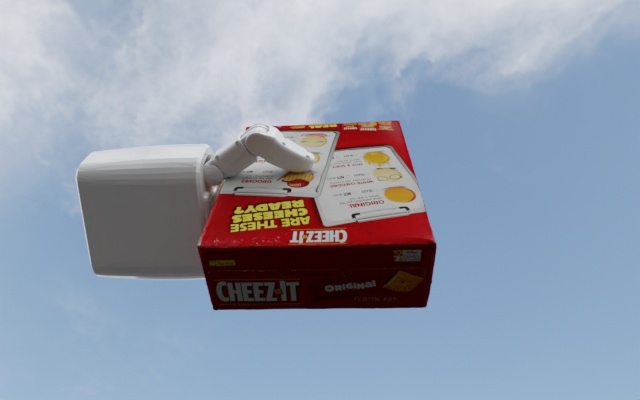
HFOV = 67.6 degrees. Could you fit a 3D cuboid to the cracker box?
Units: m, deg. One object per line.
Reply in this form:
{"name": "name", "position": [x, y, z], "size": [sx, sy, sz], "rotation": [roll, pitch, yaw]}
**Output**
{"name": "cracker box", "position": [0.000, 0.001, 0.426], "size": [0.164, 0.072, 0.213], "rotation": [-2, 32, 3]}
